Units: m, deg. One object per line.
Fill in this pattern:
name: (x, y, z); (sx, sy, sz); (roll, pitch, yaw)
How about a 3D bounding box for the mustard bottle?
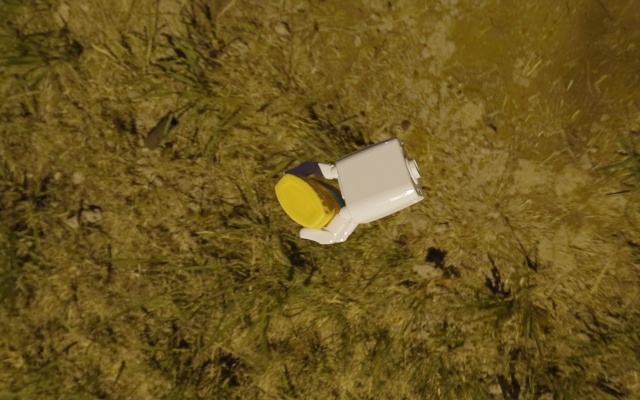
mustard bottle: (0.000, 0.003, 0.805); (0.096, 0.058, 0.191); (46, 13, 16)
